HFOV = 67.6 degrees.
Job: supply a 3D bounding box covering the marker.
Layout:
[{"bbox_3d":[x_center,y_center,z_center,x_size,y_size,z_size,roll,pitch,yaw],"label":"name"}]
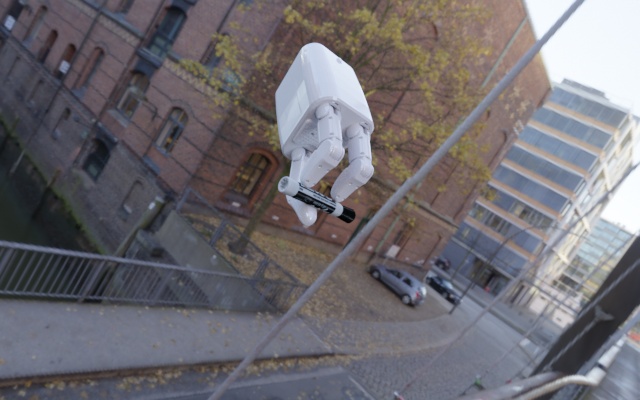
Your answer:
[{"bbox_3d":[0.000,0.002,0.559,0.020,0.020,0.121,0,-19,45],"label":"marker"}]
